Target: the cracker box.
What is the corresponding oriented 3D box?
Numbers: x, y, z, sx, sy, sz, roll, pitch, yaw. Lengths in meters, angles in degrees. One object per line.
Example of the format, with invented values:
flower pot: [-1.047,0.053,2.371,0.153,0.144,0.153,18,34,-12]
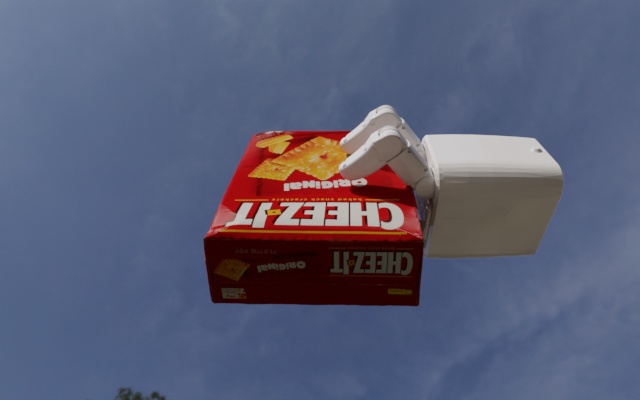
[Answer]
cracker box: [0.000,0.002,0.446,0.164,0.072,0.213,0,29,4]
